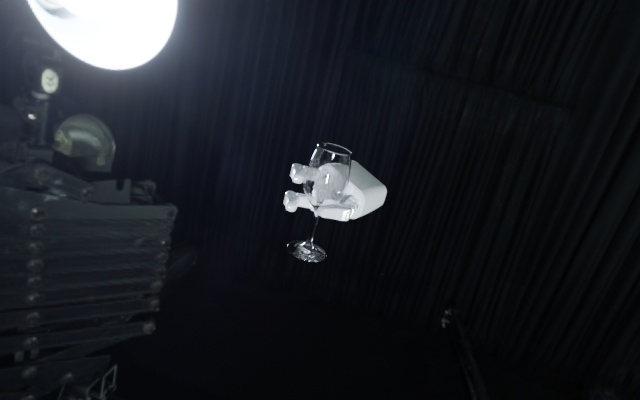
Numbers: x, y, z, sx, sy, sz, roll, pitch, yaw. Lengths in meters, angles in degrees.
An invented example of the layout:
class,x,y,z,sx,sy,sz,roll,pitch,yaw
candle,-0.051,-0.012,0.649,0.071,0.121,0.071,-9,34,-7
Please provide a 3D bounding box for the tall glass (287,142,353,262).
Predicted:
class,x,y,z,sx,sy,sz,roll,pitch,yaw
tall glass,0.000,0.003,0.837,0.079,0.201,0.079,13,21,-5
